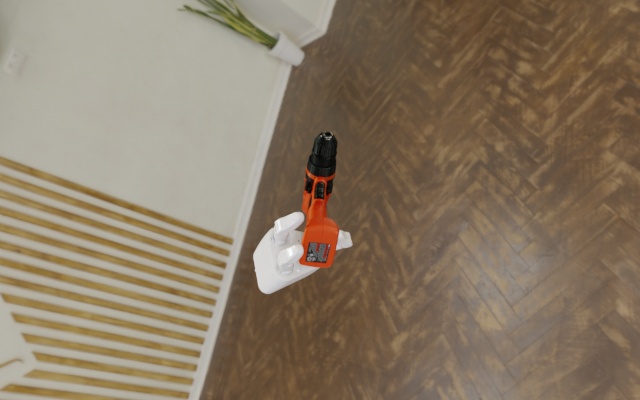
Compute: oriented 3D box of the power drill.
[{"bbox_3d":[0.000,0.003,0.802,0.057,0.185,0.187,5,43,-3],"label":"power drill"}]
